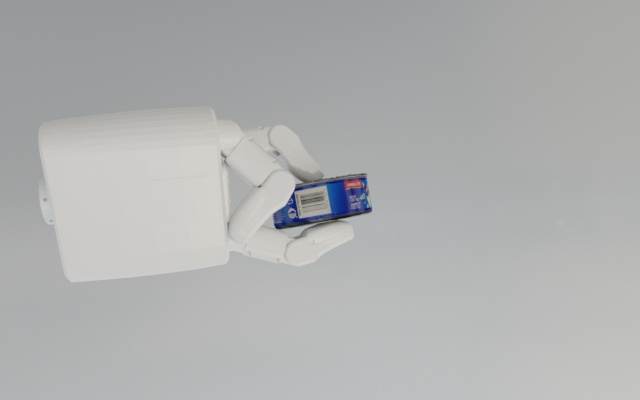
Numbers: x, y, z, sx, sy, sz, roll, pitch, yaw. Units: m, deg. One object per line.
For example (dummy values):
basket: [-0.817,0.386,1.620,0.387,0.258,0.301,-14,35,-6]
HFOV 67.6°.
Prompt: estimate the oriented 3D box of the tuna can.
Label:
tuna can: [0.000,0.002,0.404,0.086,0.034,0.086,-10,-1,0]
